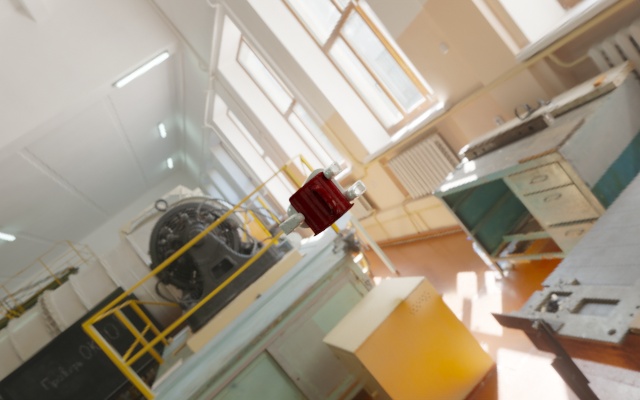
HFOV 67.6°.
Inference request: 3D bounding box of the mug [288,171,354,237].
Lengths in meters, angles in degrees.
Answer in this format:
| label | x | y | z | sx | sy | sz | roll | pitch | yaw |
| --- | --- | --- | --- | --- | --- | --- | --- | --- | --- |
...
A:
| label | x | y | z | sx | sy | sz | roll | pitch | yaw |
| --- | --- | --- | --- | --- | --- | --- | --- | --- | --- |
| mug | 0.000 | 0.002 | 0.820 | 0.093 | 0.081 | 0.117 | -39 | 1 | -10 |
